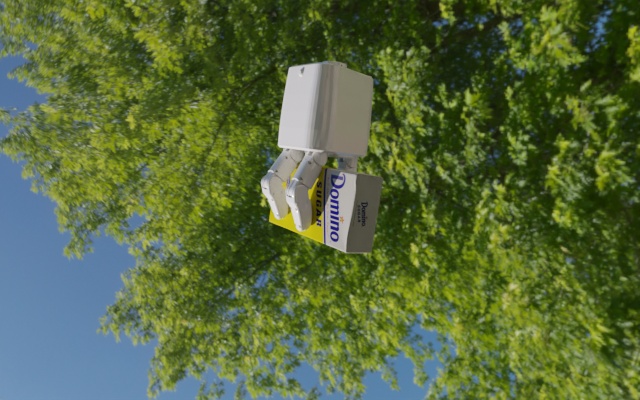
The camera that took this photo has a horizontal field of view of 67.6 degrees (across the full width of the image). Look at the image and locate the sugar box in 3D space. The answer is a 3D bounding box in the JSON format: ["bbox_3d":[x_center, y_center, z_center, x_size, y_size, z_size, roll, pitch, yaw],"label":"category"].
[{"bbox_3d":[0.000,0.002,0.612,0.048,0.093,0.176,5,6,-34],"label":"sugar box"}]
